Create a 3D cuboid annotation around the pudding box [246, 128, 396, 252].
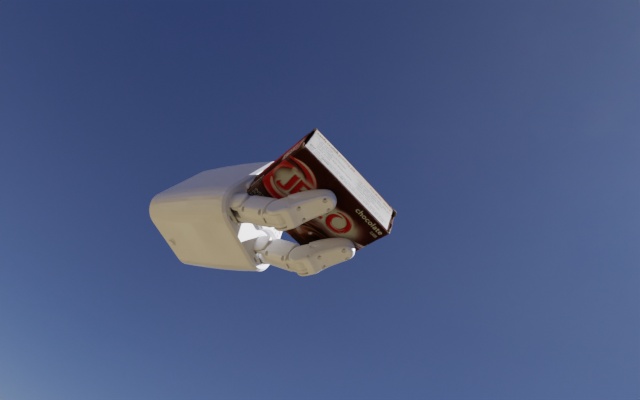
[{"bbox_3d":[0.000,0.001,0.446,0.090,0.113,0.039,-34,19,41],"label":"pudding box"}]
